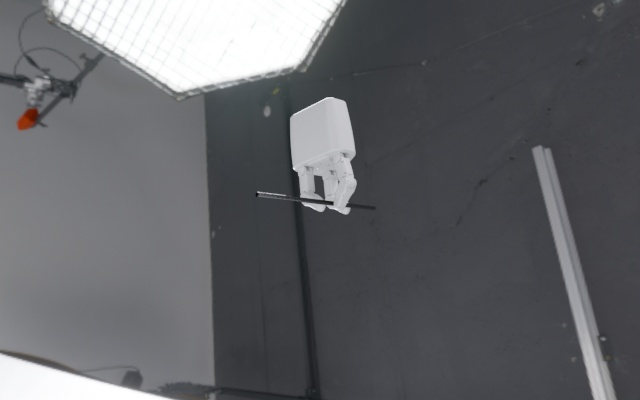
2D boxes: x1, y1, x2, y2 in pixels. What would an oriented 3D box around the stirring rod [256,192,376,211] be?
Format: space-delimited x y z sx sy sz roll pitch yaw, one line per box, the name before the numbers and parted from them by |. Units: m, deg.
stirring rod | 0.000 0.003 0.800 0.239 0.011 0.011 7 -4 -35
